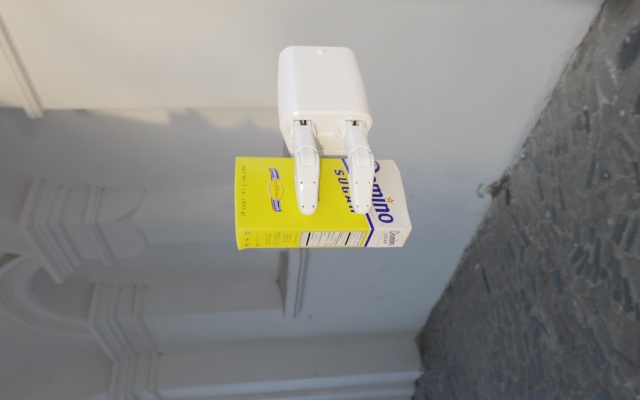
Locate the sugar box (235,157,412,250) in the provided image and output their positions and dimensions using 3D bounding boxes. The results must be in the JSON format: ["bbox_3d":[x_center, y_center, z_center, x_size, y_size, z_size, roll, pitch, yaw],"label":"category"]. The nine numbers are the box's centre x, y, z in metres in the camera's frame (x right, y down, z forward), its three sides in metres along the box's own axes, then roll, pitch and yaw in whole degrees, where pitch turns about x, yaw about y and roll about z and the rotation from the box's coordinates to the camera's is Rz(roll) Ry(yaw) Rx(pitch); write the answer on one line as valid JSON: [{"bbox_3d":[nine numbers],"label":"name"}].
[{"bbox_3d":[0.000,0.001,0.501,0.176,0.093,0.048,-2,-33,-8],"label":"sugar box"}]
